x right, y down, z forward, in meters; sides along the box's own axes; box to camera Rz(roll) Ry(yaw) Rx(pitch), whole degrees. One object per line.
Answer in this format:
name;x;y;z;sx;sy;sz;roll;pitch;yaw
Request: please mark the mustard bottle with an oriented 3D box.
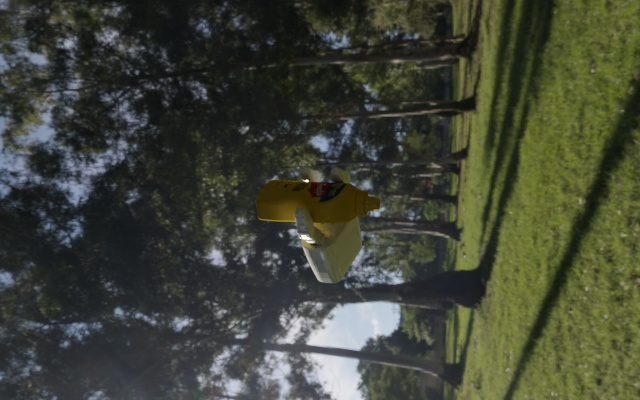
mustard bottle;0.000;0.002;0.768;0.191;0.058;0.096;3;23;19
